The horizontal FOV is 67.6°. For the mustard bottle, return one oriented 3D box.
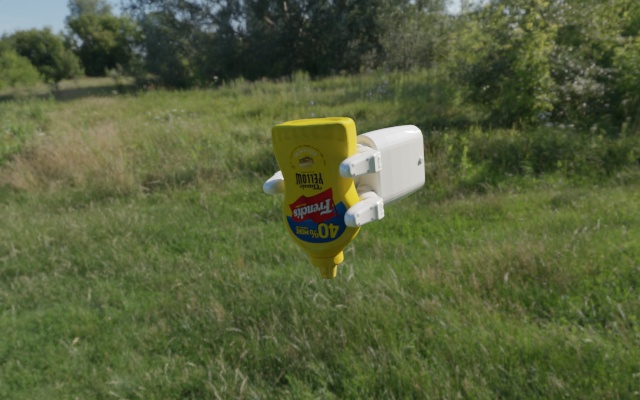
[{"bbox_3d":[0.000,0.002,0.564,0.096,0.192,0.058,0,17,23],"label":"mustard bottle"}]
